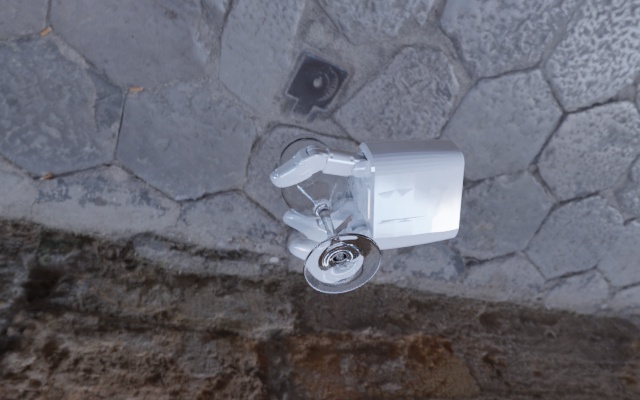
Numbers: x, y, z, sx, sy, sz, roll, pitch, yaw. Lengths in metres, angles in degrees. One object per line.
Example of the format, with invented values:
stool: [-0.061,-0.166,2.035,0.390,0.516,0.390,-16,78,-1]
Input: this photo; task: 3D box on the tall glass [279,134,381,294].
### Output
tall glass: [0.000,0.002,0.516,0.079,0.079,0.201,0,36,-15]
